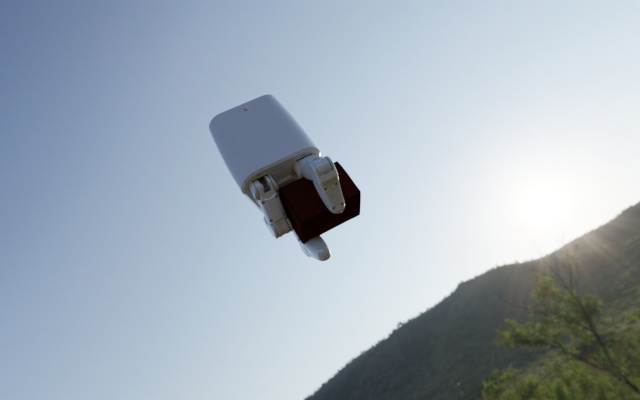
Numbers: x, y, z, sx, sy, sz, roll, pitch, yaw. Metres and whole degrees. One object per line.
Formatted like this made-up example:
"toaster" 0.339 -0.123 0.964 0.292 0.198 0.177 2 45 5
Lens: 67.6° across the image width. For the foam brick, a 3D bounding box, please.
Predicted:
"foam brick" 0.000 0.002 0.541 0.078 0.051 0.053 -26 -29 -15
